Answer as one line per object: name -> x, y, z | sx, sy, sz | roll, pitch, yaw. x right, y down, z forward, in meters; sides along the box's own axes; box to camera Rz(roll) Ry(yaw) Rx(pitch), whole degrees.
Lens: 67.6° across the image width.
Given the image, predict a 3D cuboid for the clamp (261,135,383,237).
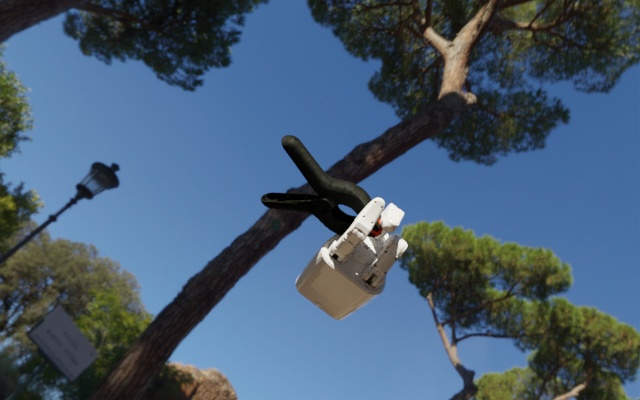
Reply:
clamp -> 0.001, 0.002, 0.627 | 0.039, 0.171, 0.120 | -53, 0, -43
